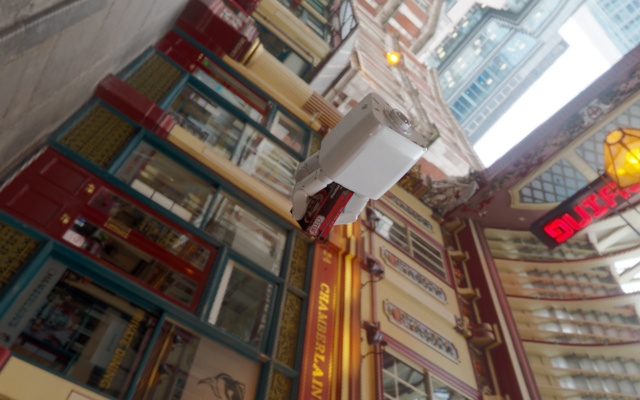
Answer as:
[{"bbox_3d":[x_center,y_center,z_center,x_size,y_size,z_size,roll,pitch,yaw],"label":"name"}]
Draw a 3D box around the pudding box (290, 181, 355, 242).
[{"bbox_3d":[0.000,0.002,0.726,0.039,0.090,0.113,33,4,-18],"label":"pudding box"}]
